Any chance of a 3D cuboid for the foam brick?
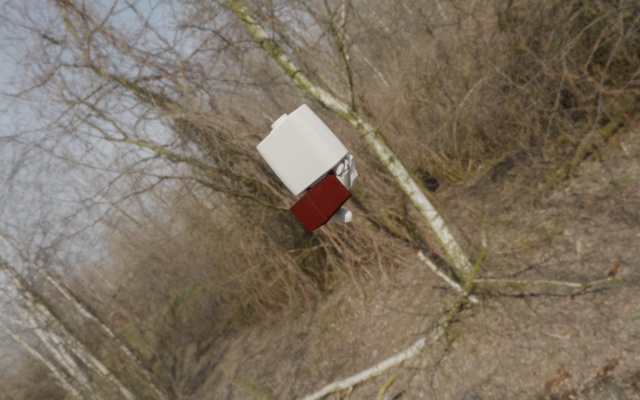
[{"bbox_3d":[0.000,0.003,0.755,0.053,0.051,0.078,-33,10,50],"label":"foam brick"}]
